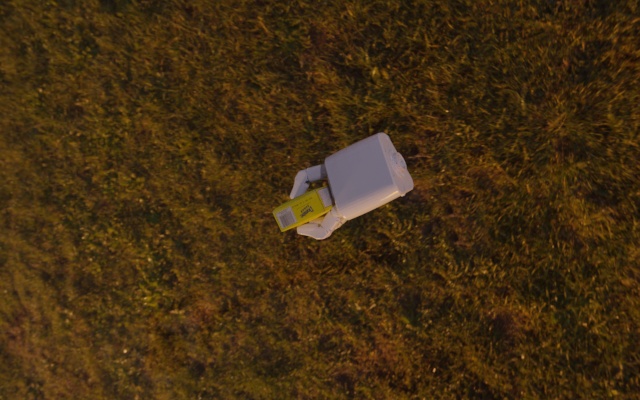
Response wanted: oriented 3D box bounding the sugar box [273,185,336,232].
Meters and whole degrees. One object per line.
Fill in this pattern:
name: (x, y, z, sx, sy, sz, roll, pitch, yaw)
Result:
sugar box: (0.000, 0.003, 0.844, 0.093, 0.048, 0.176, -25, -4, 28)
